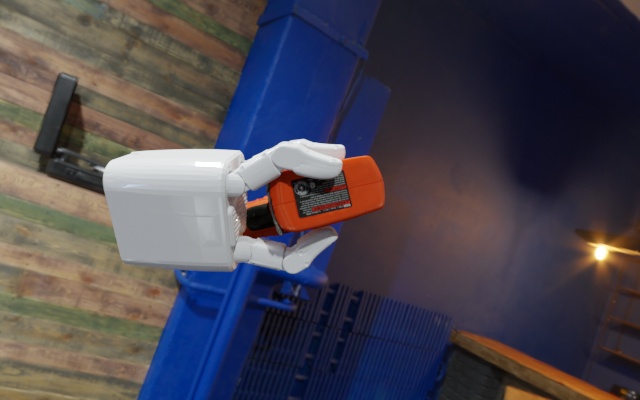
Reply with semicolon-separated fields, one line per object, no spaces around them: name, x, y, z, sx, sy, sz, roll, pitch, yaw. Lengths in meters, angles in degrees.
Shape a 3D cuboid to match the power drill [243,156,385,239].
power drill;0.000;0.002;0.516;0.184;0.057;0.188;-15;-5;-16
